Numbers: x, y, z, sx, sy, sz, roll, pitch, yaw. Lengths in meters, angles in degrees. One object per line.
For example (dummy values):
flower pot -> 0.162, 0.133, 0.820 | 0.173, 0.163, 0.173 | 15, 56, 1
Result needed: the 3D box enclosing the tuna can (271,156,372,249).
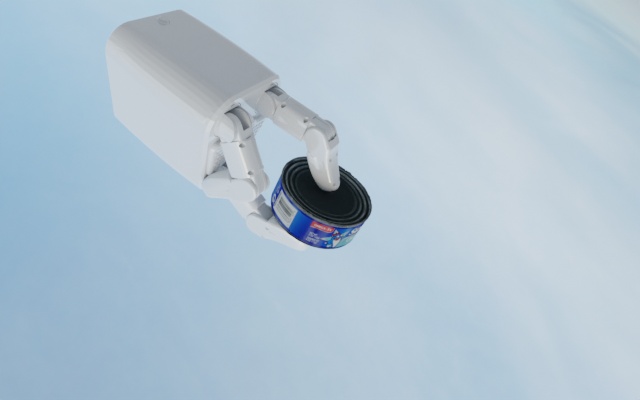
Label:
tuna can -> 0.000, 0.002, 0.423 | 0.086, 0.086, 0.034 | 0, -44, -34
